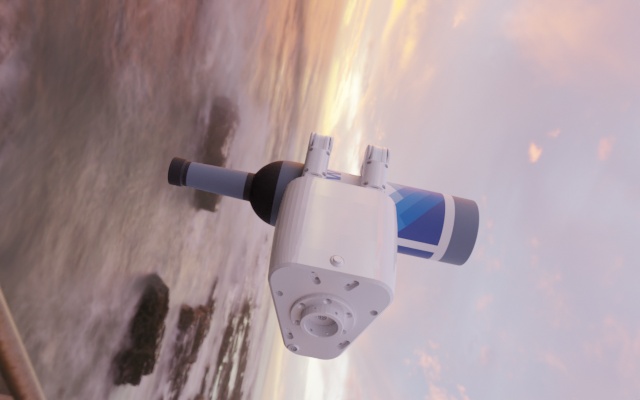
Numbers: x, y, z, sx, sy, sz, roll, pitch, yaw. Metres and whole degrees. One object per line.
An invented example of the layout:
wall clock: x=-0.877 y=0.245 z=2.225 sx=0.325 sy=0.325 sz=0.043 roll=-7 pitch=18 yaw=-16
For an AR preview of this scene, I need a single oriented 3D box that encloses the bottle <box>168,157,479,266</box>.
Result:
bottle: x=0.000 y=0.002 z=0.468 sx=0.296 sy=0.069 sz=0.069 roll=12 pitch=-1 yaw=-2
